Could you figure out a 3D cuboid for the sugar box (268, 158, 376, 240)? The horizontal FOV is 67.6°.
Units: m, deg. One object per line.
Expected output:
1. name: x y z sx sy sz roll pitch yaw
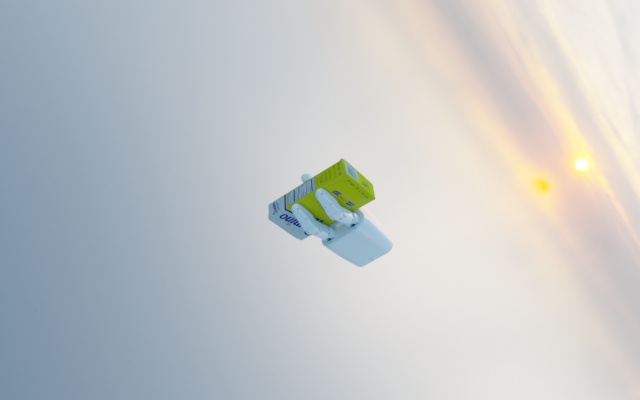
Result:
1. sugar box: 0.000 0.003 0.860 0.176 0.048 0.093 -33 -49 24
